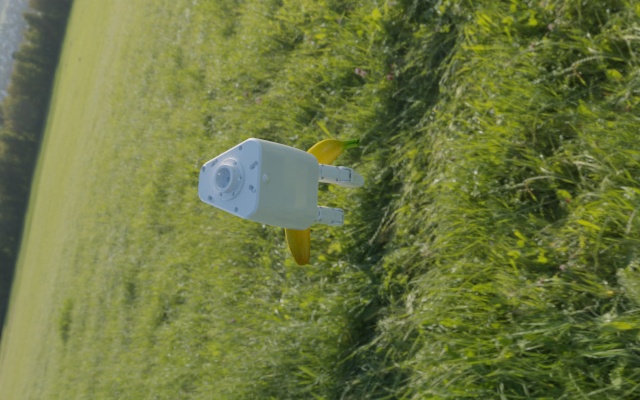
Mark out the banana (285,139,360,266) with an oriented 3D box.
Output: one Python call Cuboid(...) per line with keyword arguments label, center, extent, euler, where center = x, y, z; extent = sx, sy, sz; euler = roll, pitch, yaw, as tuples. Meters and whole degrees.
Cuboid(label="banana", center=(-0.014, -0.008, 0.679), extent=(0.069, 0.198, 0.037), euler=(24, 4, 21))
